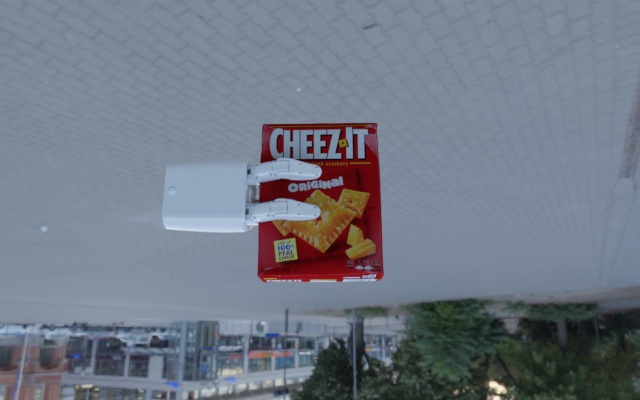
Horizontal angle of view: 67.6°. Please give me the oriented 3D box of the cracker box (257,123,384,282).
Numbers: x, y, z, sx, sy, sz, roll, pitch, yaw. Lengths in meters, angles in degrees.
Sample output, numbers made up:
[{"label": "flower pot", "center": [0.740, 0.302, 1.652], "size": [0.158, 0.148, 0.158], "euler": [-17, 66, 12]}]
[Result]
[{"label": "cracker box", "center": [0.000, 0.002, 0.655], "size": [0.164, 0.213, 0.072], "euler": [0, -16, 1]}]
